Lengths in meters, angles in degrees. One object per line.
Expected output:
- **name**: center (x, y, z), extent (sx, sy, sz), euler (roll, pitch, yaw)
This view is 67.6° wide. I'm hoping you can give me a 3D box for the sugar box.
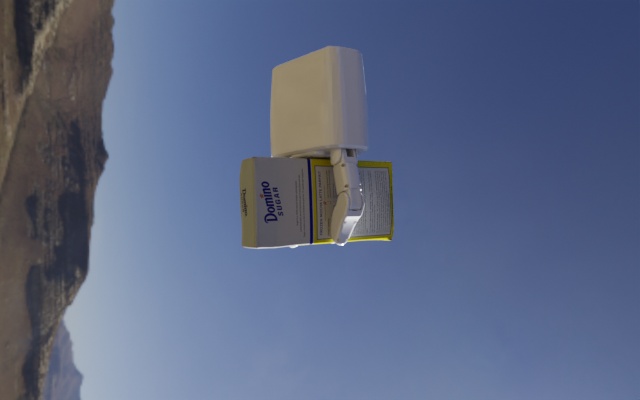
- **sugar box**: center (0.000, 0.002, 0.526), extent (0.176, 0.093, 0.048), euler (0, -2, -29)
